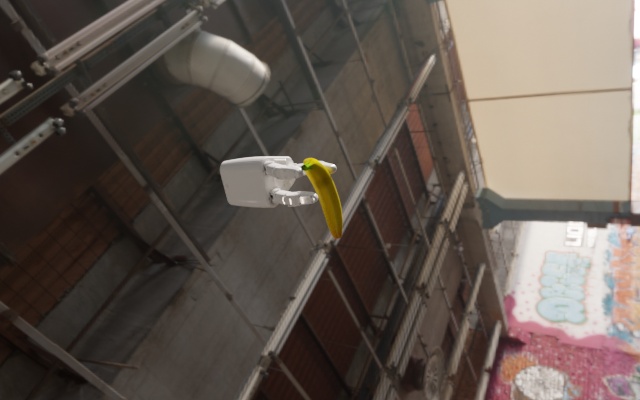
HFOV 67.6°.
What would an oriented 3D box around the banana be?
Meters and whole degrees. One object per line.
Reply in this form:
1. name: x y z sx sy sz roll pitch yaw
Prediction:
1. banana: 0.005 -0.013 0.900 0.037 0.069 0.198 -1 -44 28
